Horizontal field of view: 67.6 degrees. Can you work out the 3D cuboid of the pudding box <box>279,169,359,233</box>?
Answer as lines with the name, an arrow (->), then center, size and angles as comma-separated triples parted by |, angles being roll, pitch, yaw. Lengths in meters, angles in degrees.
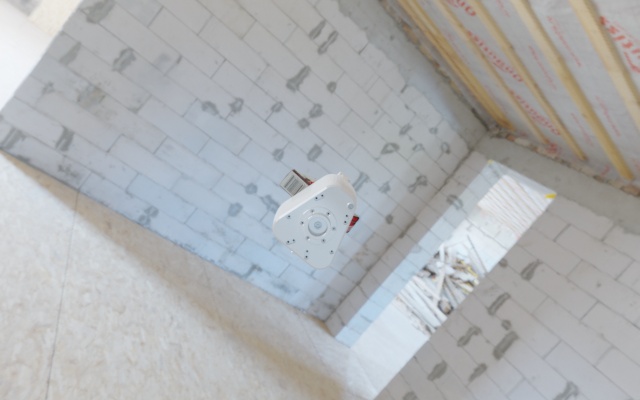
pudding box -> 0.000, 0.002, 0.767 | 0.113, 0.039, 0.090 | 44, 10, 23
